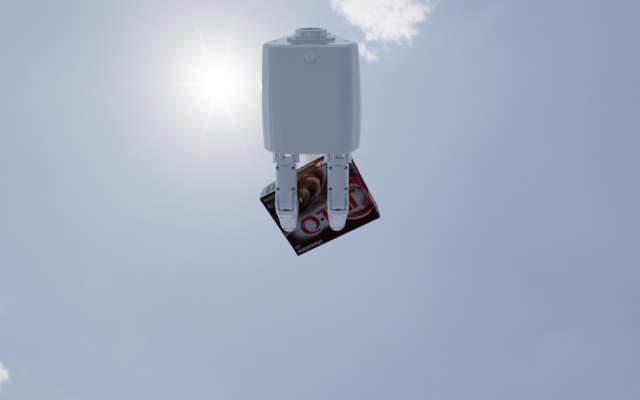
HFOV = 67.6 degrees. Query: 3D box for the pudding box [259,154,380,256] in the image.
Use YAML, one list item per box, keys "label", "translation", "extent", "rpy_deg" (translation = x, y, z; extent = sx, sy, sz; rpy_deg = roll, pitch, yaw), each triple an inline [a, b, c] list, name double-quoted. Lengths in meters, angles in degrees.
- label: "pudding box"
  translation: [0.000, 0.002, 0.556]
  extent: [0.113, 0.090, 0.039]
  rpy_deg: [-26, 24, 13]
